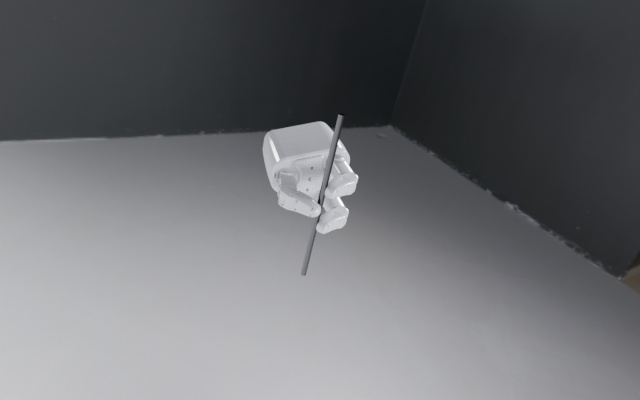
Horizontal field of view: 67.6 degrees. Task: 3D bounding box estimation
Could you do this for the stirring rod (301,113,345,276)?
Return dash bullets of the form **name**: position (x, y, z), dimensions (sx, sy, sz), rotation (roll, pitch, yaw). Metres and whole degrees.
- **stirring rod**: position (0.000, 0.002, 0.611), dimensions (0.011, 0.240, 0.011), rotation (10, 30, -6)
